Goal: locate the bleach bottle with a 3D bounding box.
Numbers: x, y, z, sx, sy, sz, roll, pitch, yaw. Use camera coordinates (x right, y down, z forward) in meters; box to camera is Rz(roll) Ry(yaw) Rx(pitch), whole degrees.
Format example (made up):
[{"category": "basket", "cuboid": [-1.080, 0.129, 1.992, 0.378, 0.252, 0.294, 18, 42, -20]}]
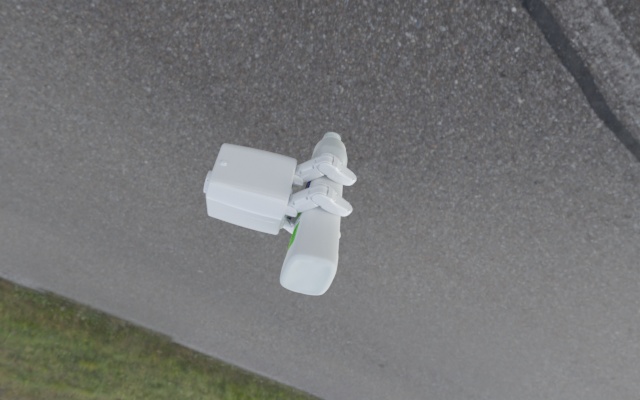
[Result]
[{"category": "bleach bottle", "cuboid": [0.000, 0.002, 0.693, 0.068, 0.250, 0.103, 15, -39, -6]}]
